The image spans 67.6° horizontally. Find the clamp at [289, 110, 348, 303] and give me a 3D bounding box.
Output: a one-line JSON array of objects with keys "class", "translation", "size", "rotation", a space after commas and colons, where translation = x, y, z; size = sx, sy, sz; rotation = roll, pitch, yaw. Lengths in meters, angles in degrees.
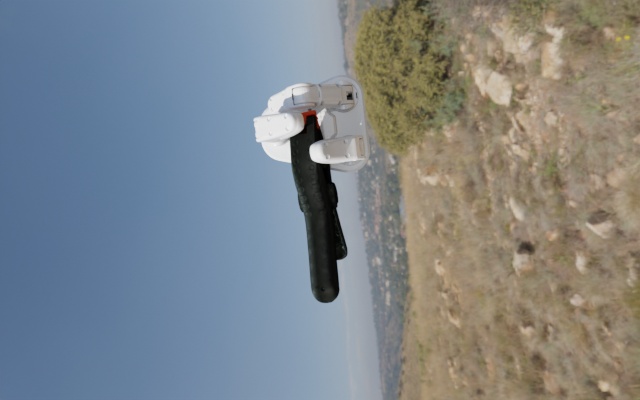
[{"class": "clamp", "translation": [-0.001, 0.001, 0.465], "size": [0.039, 0.171, 0.120], "rotation": [-7, 4, 4]}]
